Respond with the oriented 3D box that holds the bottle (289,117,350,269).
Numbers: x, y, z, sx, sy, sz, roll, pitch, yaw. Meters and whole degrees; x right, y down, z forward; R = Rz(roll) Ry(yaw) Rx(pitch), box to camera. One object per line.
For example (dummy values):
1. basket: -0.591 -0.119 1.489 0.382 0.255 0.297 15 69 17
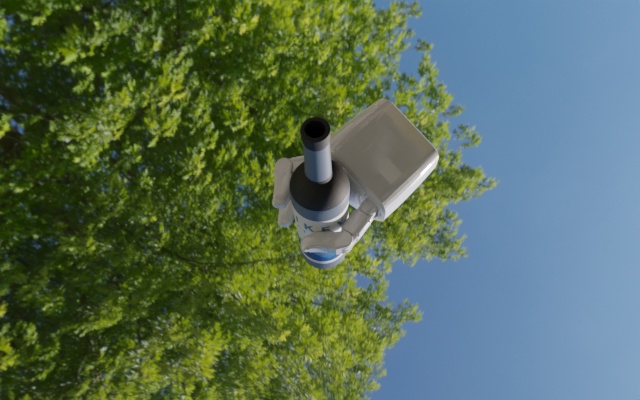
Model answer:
1. bottle: 0.000 0.002 0.556 0.069 0.069 0.296 0 -26 2
